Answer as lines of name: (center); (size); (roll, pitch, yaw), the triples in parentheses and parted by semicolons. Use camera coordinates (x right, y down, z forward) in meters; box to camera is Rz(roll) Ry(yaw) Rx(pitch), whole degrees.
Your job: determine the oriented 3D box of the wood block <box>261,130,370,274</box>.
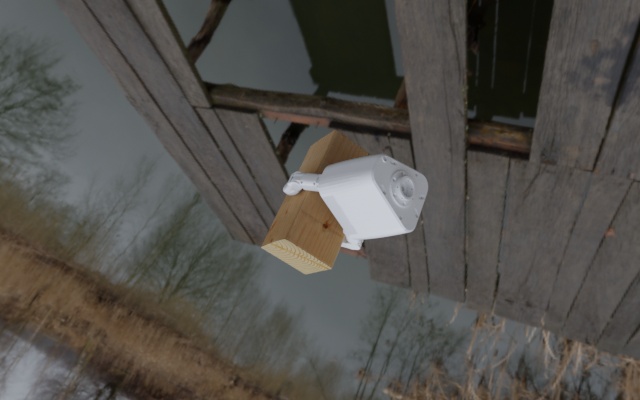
wood block: (0.000, 0.002, 0.768); (0.091, 0.206, 0.090); (34, -28, -19)
